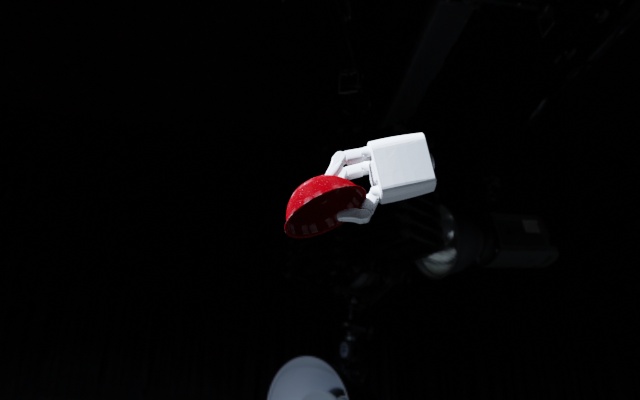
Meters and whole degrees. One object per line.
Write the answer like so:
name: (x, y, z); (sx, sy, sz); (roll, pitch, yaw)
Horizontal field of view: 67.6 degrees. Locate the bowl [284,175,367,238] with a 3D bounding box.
bowl: (-0.001, 0.003, 0.863); (0.162, 0.055, 0.162); (-22, -25, -11)
